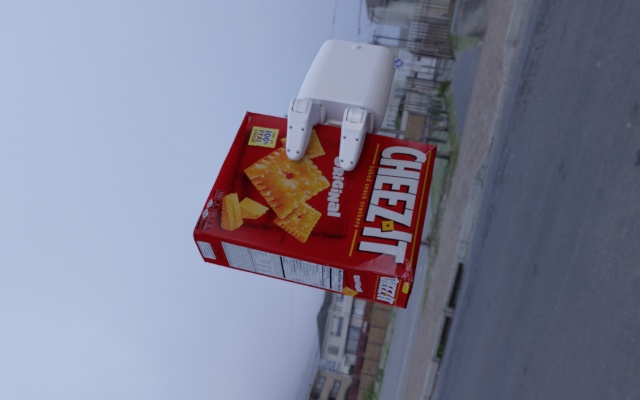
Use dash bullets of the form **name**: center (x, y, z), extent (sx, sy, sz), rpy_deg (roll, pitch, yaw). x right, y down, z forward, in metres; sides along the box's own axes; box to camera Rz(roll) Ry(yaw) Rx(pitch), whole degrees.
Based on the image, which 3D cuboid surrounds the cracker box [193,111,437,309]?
- **cracker box**: center (0.000, 0.002, 0.494), extent (0.213, 0.164, 0.072), rpy_deg (11, -33, 10)
